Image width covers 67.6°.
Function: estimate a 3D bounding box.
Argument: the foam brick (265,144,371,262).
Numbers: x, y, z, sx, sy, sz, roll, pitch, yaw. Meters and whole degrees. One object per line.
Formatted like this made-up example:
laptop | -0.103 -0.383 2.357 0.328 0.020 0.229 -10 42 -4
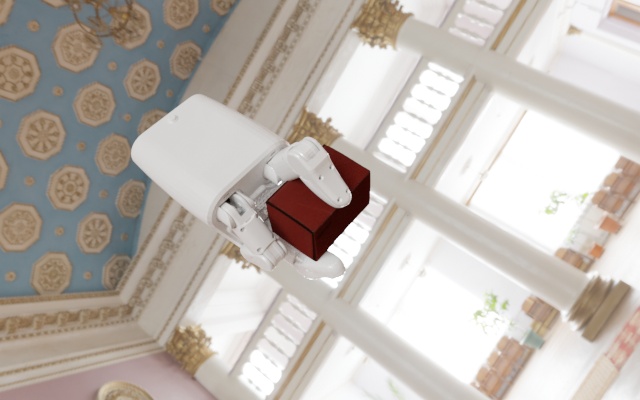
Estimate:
foam brick | 0.000 0.001 0.408 0.051 0.078 0.053 33 -27 22
